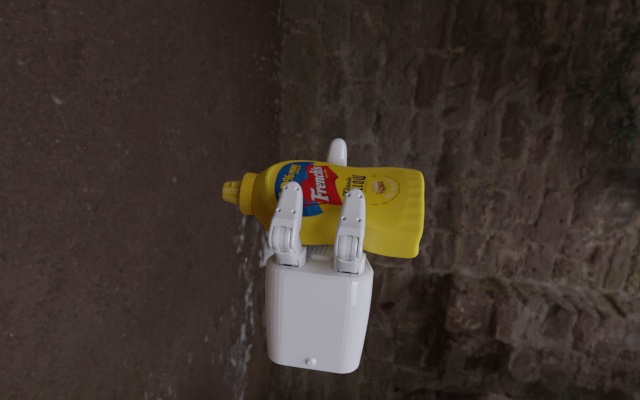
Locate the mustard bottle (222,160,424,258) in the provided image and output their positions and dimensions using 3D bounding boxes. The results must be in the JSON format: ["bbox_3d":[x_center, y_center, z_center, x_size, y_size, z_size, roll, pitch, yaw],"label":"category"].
[{"bbox_3d":[0.000,0.001,0.459,0.191,0.058,0.096,6,44,7],"label":"mustard bottle"}]
